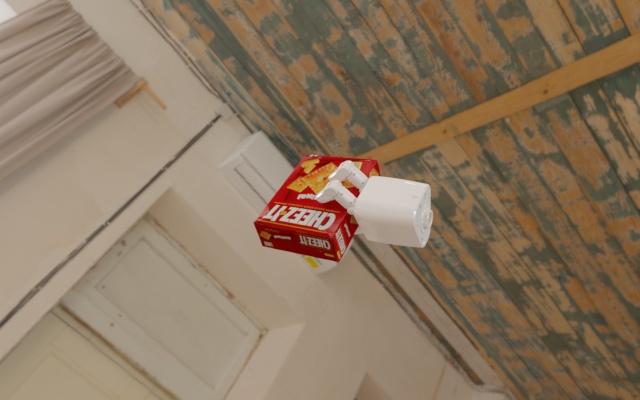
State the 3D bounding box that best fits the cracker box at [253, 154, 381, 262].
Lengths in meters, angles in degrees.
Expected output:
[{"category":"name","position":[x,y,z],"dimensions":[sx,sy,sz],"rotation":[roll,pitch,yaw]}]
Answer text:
[{"category":"cracker box","position":[0.000,0.003,0.897],"dimensions":[0.164,0.072,0.213],"rotation":[8,44,28]}]
